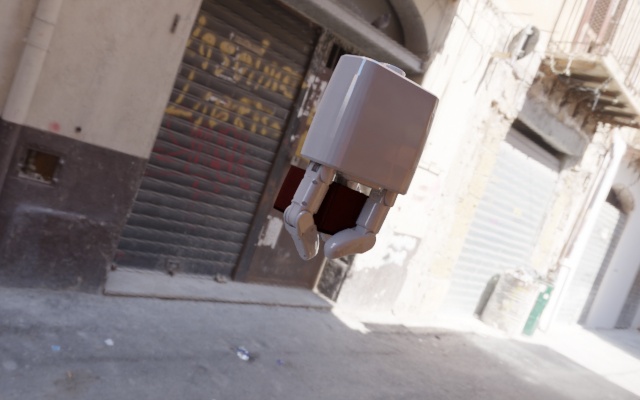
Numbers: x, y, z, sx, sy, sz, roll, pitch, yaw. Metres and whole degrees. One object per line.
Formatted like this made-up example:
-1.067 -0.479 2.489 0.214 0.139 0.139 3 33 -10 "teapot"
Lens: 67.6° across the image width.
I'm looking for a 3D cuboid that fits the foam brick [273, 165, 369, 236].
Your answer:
0.000 0.002 0.502 0.078 0.051 0.053 24 3 43 "foam brick"
